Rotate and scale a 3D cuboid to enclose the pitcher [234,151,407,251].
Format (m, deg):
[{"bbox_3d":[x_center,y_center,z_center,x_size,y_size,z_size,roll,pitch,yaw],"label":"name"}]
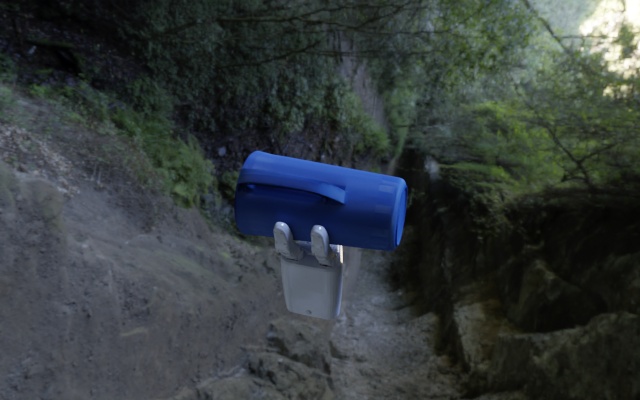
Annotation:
[{"bbox_3d":[0.000,0.002,0.712,0.243,0.145,0.149,8,30,15],"label":"pitcher"}]
